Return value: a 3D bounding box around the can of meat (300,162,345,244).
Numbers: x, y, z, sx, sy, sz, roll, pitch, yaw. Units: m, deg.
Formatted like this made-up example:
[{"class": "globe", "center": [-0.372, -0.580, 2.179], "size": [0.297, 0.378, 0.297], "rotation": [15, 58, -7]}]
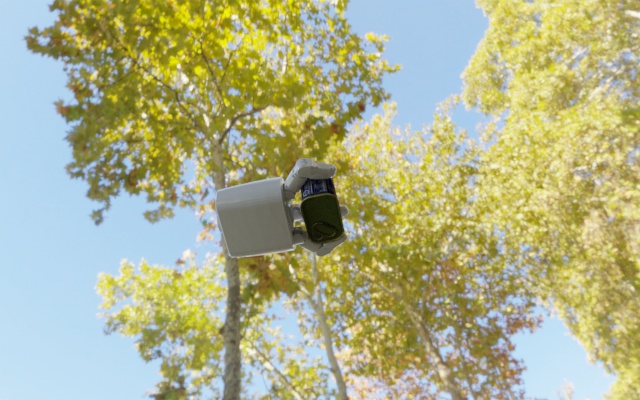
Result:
[{"class": "can of meat", "center": [0.000, 0.002, 0.749], "size": [0.057, 0.102, 0.083], "rotation": [-11, 42, 3]}]
